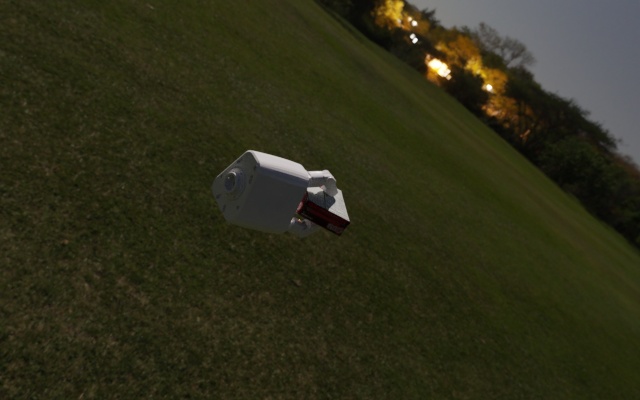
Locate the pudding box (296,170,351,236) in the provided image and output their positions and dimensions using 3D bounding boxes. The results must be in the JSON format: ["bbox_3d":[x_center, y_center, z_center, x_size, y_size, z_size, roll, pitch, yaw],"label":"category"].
[{"bbox_3d":[0.000,0.003,0.835,0.090,0.039,0.113,30,25,-22],"label":"pudding box"}]
